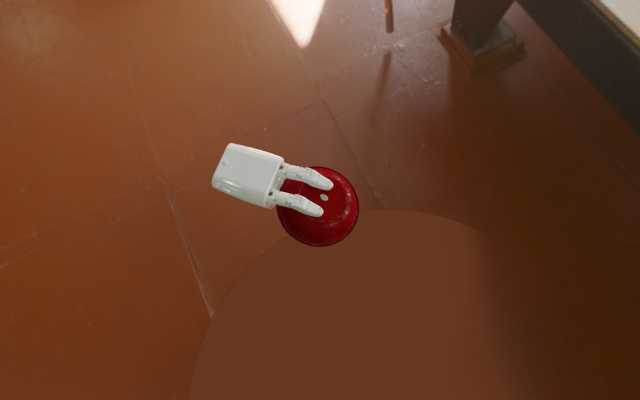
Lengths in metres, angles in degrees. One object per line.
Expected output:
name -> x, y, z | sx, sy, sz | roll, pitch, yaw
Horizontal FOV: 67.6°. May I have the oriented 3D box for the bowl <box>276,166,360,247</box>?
bowl -> 0.002, 0.003, 0.892 | 0.162, 0.162, 0.055 | 0, -16, -10
